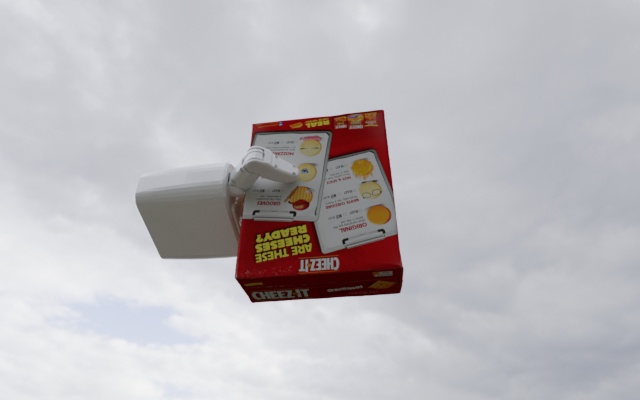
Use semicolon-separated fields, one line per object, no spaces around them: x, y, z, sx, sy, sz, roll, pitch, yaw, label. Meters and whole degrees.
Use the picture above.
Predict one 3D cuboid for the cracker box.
0.000;0.002;0.540;0.164;0.213;0.072;-5;-36;6;cracker box
